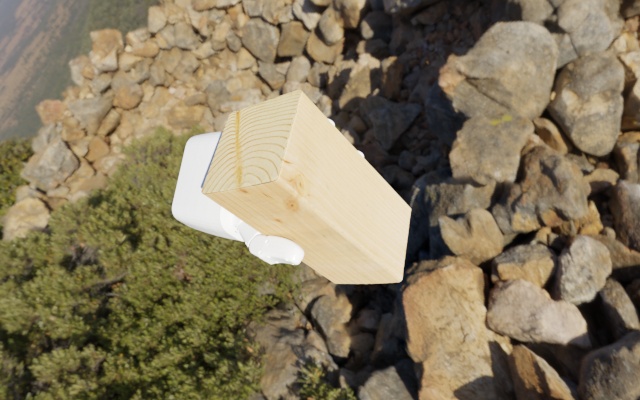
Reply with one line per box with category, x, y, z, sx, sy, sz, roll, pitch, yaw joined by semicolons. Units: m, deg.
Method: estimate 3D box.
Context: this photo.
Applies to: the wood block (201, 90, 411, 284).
wood block;0.000;0.002;0.466;0.090;0.090;0.206;-8;-34;36
